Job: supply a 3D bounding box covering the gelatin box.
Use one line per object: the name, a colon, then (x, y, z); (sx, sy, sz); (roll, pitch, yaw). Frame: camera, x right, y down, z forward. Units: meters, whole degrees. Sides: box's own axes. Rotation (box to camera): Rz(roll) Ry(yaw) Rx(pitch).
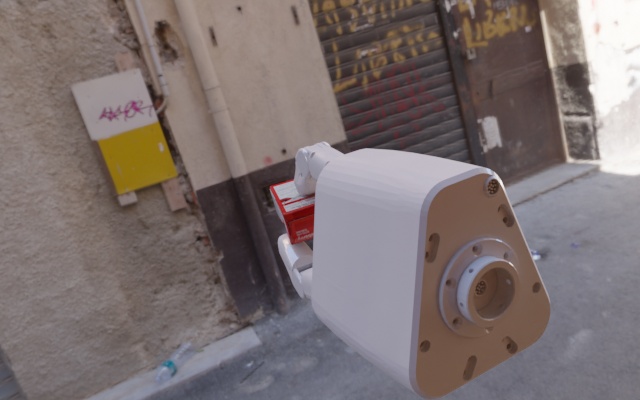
gelatin box: (0.000, 0.001, 0.407); (0.073, 0.030, 0.089); (-17, 19, -8)
